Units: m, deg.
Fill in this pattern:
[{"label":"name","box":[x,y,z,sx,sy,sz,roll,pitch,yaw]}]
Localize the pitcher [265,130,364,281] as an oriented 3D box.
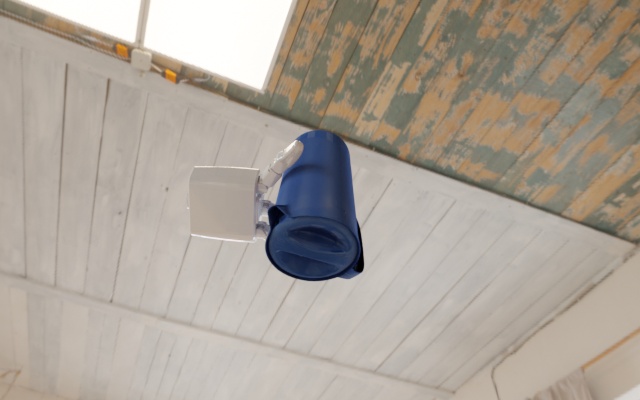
[{"label":"pitcher","box":[0.000,0.002,0.754,0.145,0.149,0.242,3,41,1]}]
